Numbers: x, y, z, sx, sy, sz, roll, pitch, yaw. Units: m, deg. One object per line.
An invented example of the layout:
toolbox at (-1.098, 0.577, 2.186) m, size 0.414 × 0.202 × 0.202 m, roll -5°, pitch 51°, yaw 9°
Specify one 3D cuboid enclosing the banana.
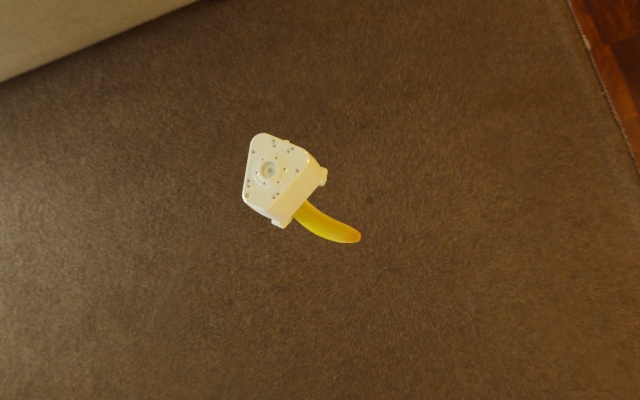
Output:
banana at (-0.016, 0.012, 0.836) m, size 0.069 × 0.197 × 0.037 m, roll -41°, pitch -14°, yaw 0°
